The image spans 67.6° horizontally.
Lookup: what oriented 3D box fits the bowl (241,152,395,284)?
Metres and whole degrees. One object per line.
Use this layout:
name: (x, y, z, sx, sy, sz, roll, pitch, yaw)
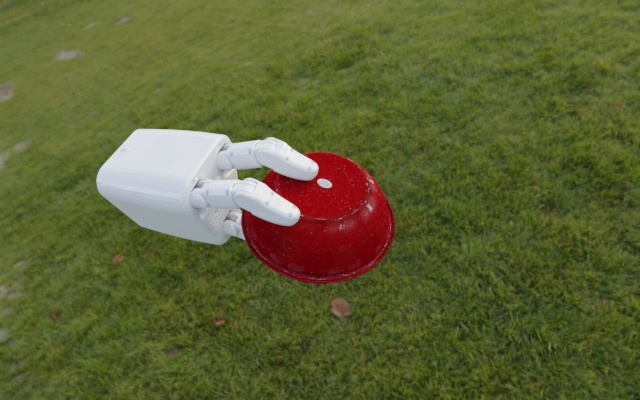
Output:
bowl: (0.001, 0.001, 0.483, 0.162, 0.162, 0.055, 0, -41, -6)
